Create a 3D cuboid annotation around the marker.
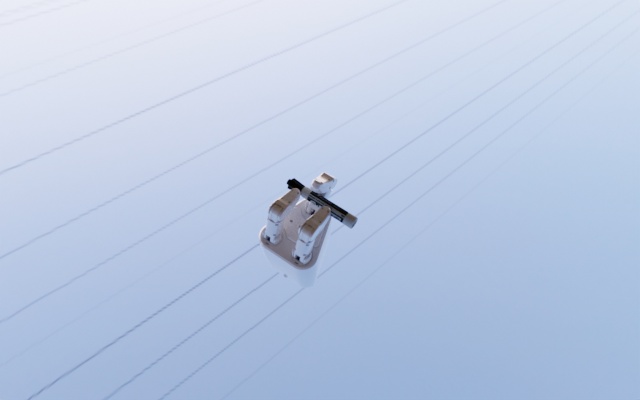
[{"bbox_3d":[0.000,0.002,0.702,0.121,0.020,0.020,32,10,16],"label":"marker"}]
